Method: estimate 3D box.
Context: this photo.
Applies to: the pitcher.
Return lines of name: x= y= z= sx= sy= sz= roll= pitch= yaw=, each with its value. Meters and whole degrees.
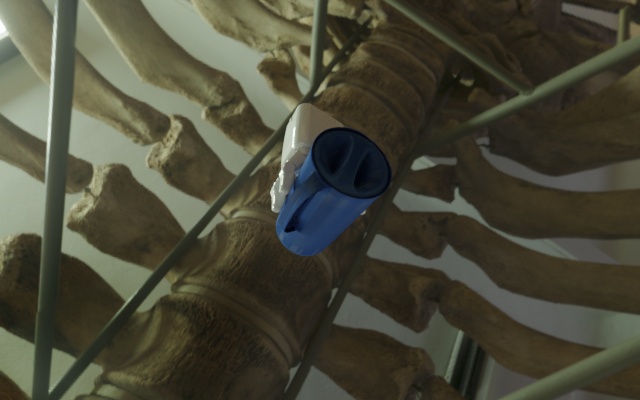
pitcher: x=0.000 y=0.002 z=0.807 sx=0.149 sy=0.145 sz=0.243 roll=14 pitch=-36 yaw=-16
